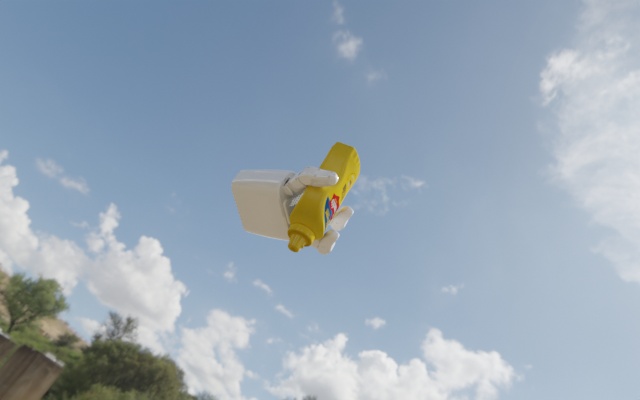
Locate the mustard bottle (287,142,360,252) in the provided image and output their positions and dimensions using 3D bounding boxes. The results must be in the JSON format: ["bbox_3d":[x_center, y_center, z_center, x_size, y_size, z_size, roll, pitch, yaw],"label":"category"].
[{"bbox_3d":[0.001,0.002,0.747,0.058,0.191,0.096,22,-35,14],"label":"mustard bottle"}]
